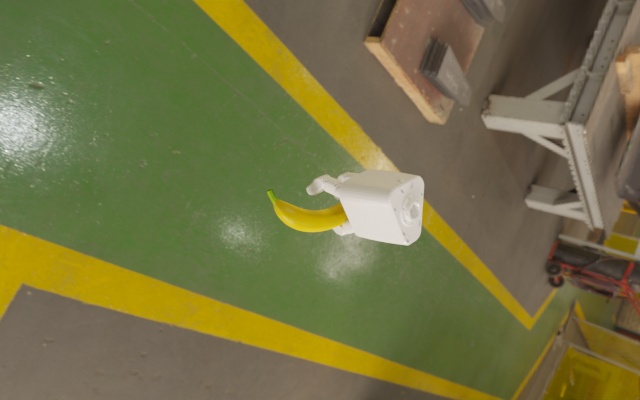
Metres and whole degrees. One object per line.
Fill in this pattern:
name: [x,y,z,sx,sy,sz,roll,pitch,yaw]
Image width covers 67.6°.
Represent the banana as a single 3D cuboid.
banana: [-0.004,0.021,0.836,0.198,0.069,0.037,5,-4,-38]
